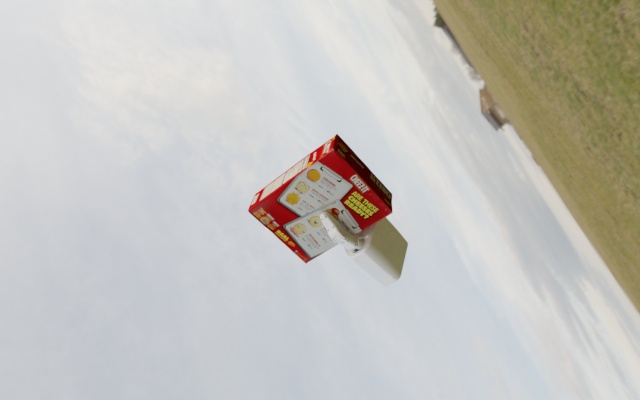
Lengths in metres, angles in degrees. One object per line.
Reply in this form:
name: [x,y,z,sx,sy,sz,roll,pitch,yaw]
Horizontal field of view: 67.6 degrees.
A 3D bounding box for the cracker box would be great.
cracker box: [0.000,0.003,0.885,0.214,0.164,0.072,-34,24,27]
